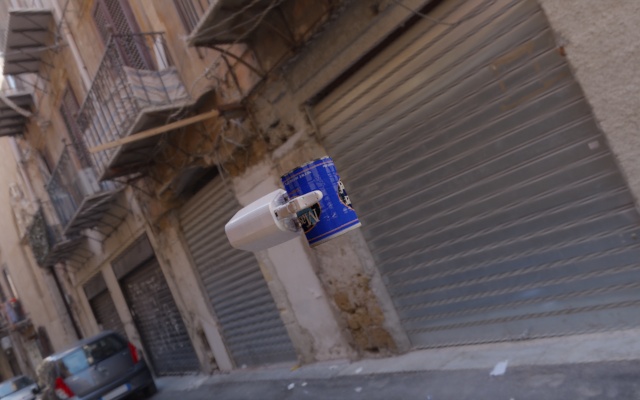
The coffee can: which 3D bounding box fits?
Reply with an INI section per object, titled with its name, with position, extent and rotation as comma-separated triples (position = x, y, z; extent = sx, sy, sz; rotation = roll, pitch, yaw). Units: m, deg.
[coffee can]
position = 0.000, 0.003, 0.877
extent = 0.103, 0.140, 0.103
rotation = -24, -3, -1
